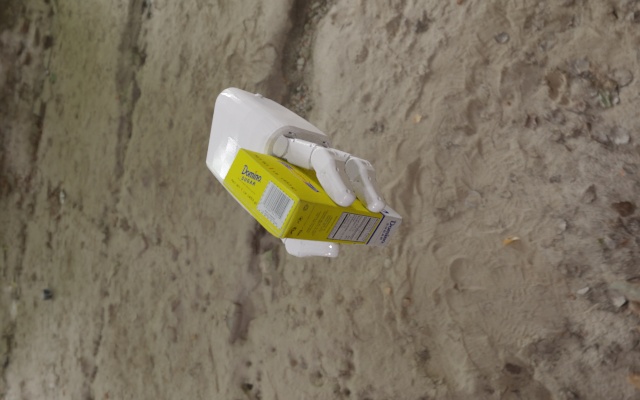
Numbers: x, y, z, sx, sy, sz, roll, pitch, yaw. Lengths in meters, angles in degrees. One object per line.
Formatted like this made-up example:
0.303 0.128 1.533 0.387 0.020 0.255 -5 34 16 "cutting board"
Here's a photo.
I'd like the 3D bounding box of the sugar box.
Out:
0.000 0.001 0.476 0.093 0.048 0.176 41 21 34 "sugar box"
